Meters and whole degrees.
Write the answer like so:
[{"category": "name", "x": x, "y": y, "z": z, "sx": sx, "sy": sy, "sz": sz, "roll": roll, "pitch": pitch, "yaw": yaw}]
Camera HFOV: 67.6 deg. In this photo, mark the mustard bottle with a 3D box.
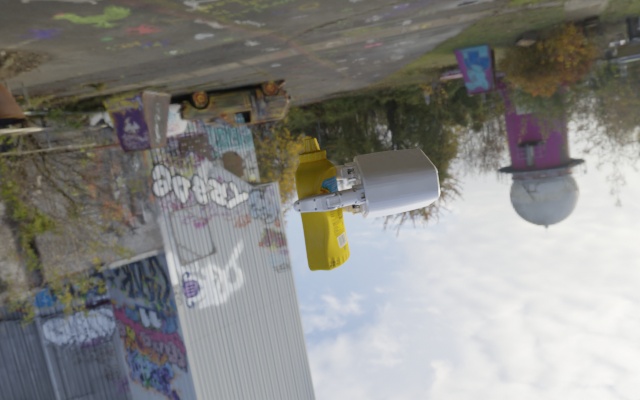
[{"category": "mustard bottle", "x": 0.000, "y": 0.003, "z": 0.715, "sx": 0.058, "sy": 0.191, "sz": 0.096, "roll": -5, "pitch": 9, "yaw": 24}]
